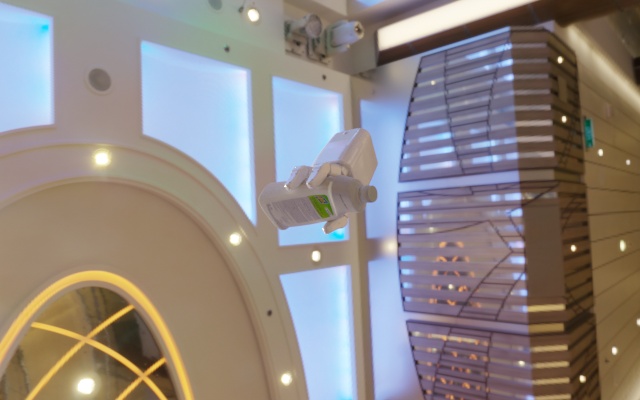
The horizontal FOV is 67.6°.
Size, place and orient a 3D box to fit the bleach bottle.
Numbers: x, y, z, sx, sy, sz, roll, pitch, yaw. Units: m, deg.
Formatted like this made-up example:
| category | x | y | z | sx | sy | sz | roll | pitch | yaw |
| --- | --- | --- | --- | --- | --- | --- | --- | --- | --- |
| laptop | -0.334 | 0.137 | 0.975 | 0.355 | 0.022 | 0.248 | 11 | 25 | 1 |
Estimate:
| category | x | y | z | sx | sy | sz | roll | pitch | yaw |
| --- | --- | --- | --- | --- | --- | --- | --- | --- | --- |
| bleach bottle | 0.000 | 0.003 | 0.898 | 0.251 | 0.068 | 0.103 | -5 | -48 | 41 |
